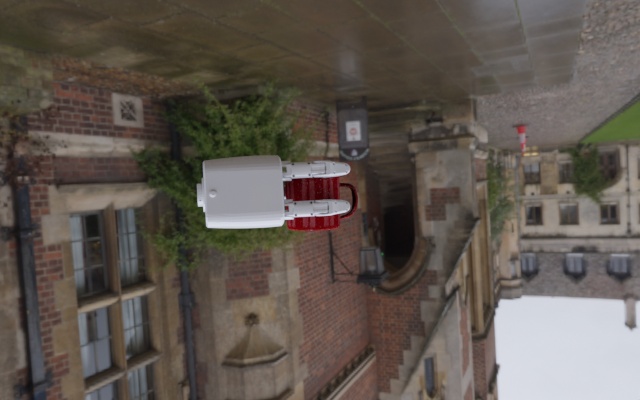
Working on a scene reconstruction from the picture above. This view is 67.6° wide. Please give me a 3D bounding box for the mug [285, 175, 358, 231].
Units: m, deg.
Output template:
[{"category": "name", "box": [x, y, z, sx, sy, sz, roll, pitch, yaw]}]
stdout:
[{"category": "mug", "box": [0.002, 0.003, 0.731, 0.117, 0.081, 0.093, -2, 2, -13]}]
